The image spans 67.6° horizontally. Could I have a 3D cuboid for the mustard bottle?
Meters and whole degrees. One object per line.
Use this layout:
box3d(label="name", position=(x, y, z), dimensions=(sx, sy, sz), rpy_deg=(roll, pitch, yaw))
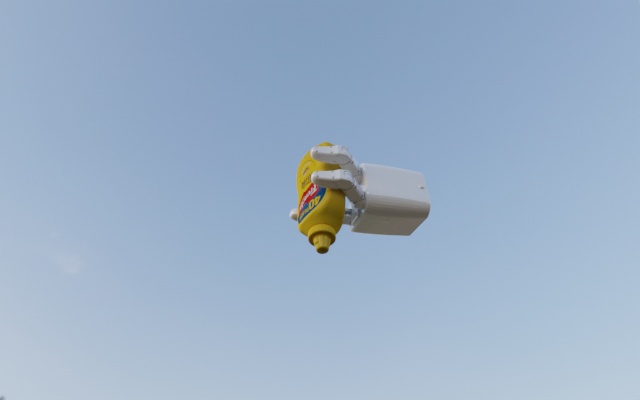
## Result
box3d(label="mustard bottle", position=(0.000, 0.002, 0.742), dimensions=(0.058, 0.191, 0.096), rpy_deg=(25, -50, -27))
